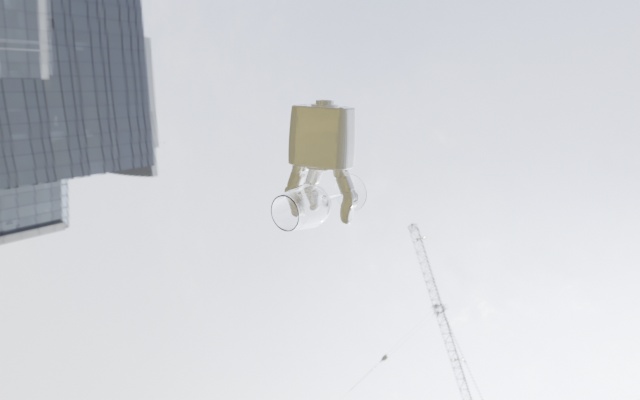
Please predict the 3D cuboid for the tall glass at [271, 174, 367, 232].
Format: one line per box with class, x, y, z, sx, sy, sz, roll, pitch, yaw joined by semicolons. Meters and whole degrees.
tall glass;0.001;0.003;0.861;0.079;0.079;0.201;0;11;37
